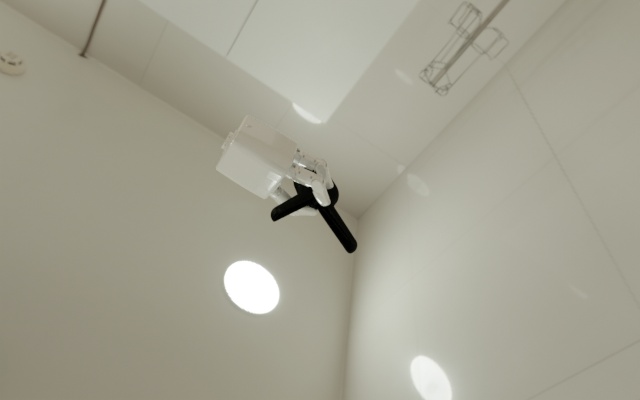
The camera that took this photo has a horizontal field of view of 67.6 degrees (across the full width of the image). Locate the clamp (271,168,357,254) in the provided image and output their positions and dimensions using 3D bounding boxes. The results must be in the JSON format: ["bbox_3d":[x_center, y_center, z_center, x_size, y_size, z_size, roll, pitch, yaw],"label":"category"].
[{"bbox_3d":[0.000,0.003,0.882,0.164,0.036,0.209,29,34,-13],"label":"clamp"}]
